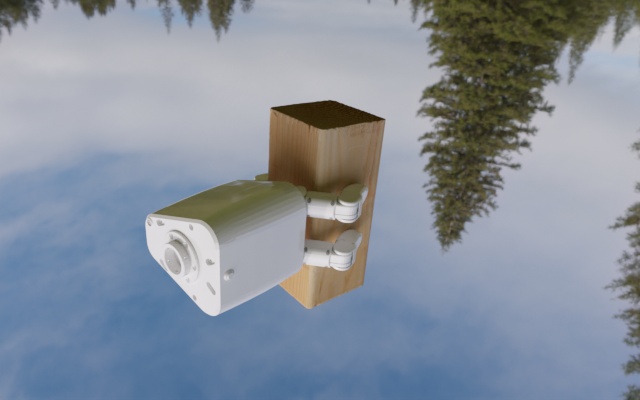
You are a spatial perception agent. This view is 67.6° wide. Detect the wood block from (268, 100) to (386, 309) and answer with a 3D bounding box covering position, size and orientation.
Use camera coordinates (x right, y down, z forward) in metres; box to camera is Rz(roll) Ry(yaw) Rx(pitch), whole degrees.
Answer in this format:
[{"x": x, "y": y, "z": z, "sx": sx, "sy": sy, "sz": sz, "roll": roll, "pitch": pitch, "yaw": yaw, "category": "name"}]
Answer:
[{"x": 0.000, "y": 0.002, "z": 0.537, "sx": 0.090, "sy": 0.206, "sz": 0.090, "roll": -16, "pitch": 33, "yaw": -37, "category": "wood block"}]
